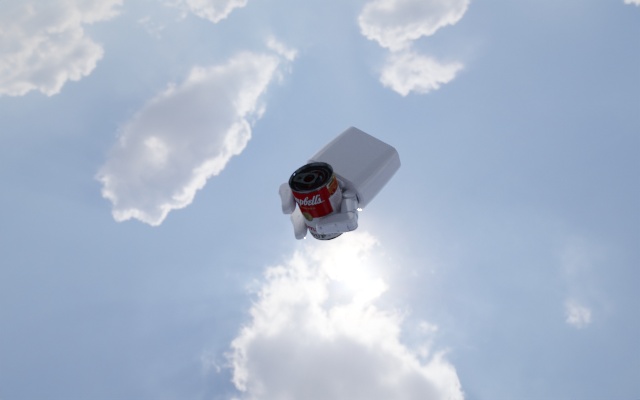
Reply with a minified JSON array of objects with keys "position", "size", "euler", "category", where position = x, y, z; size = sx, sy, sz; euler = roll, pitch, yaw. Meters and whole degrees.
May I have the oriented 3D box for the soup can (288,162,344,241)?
[{"position":[0.000,0.003,0.716],"size":[0.068,0.102,0.068],"euler":[-13,39,11],"category":"soup can"}]
